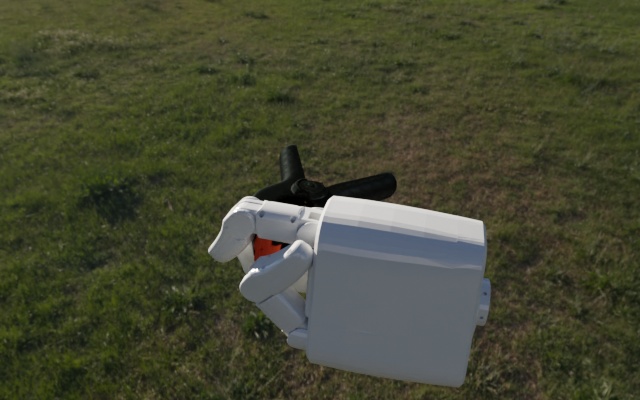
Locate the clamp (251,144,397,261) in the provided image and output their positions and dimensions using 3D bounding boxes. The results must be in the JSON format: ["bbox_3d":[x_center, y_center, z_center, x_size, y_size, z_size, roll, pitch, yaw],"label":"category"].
[{"bbox_3d":[0.000,0.001,0.413,0.120,0.039,0.171,8,32,12],"label":"clamp"}]
